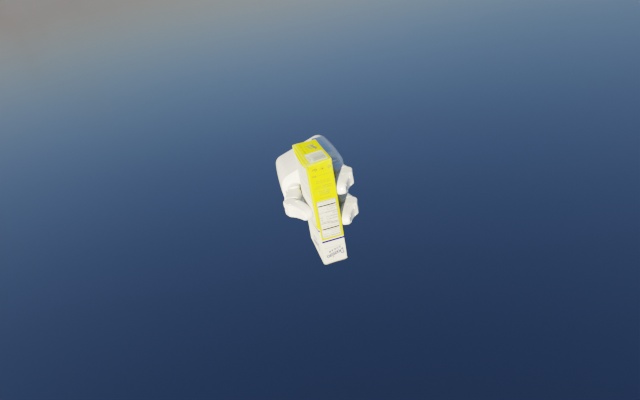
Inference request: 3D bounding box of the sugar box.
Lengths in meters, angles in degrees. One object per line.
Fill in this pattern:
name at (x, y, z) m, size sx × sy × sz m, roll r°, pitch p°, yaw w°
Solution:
sugar box at (0.001, 0.002, 0.756) m, size 0.048 × 0.176 × 0.093 m, roll -17°, pitch 29°, yaw -8°
